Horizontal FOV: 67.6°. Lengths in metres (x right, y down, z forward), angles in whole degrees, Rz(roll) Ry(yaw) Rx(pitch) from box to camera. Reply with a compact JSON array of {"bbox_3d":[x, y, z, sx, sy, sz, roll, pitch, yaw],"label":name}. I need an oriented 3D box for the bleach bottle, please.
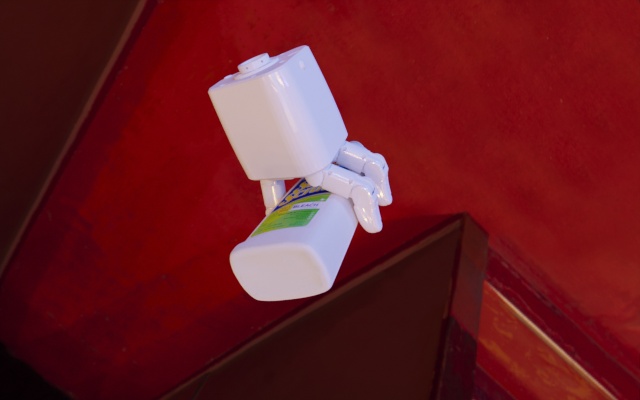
[{"bbox_3d":[0.000,0.002,0.537,0.102,0.068,0.250,-12,27,27],"label":"bleach bottle"}]
